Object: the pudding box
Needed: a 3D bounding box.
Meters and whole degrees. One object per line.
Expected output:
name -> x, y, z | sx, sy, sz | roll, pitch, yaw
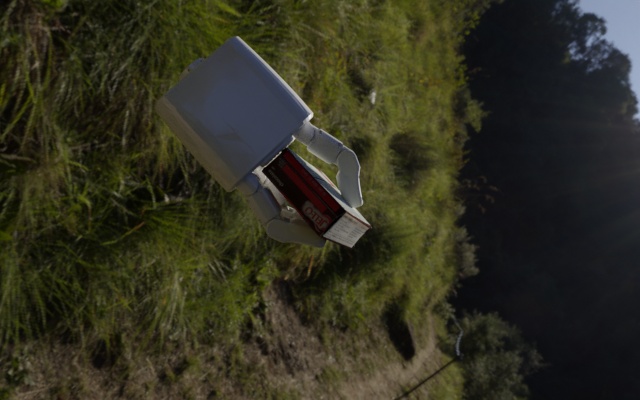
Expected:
pudding box -> 0.000, 0.001, 0.484 | 0.039, 0.090, 0.113 | -44, -21, 7
